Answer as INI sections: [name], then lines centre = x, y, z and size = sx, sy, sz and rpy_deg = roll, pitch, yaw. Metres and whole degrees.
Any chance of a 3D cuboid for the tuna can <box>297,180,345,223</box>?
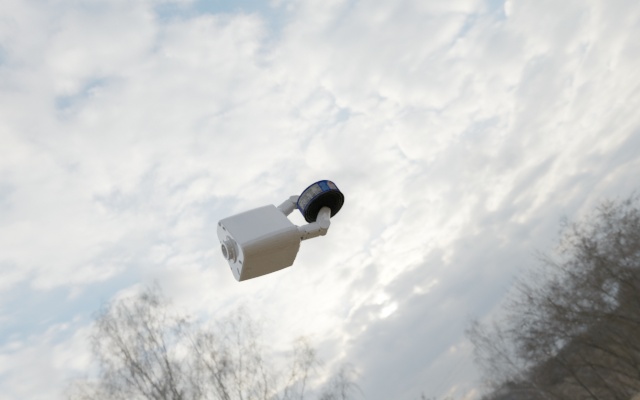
[tuna can]
centre = 0.000, 0.002, 0.885
size = 0.086, 0.086, 0.033
rpy_deg = 0, 42, -40
